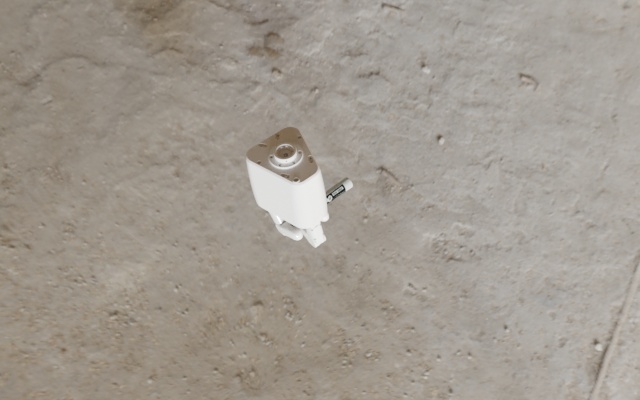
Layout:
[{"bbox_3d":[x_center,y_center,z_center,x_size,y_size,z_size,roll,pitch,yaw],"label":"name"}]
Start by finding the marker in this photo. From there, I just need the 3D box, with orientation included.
[{"bbox_3d":[0.000,0.003,0.756,0.121,0.020,0.020,-35,13,-19],"label":"marker"}]
